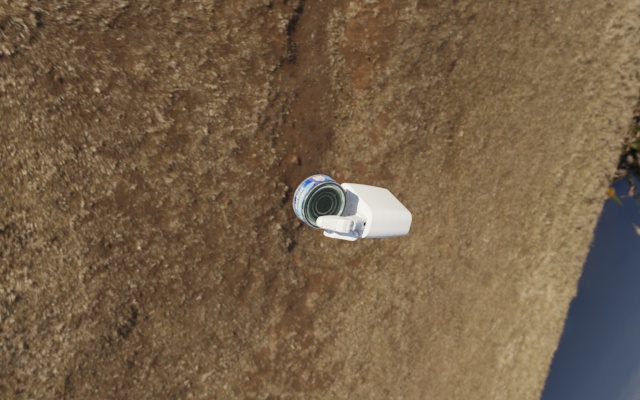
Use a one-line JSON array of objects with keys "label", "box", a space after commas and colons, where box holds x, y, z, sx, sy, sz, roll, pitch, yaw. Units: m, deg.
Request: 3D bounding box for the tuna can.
[{"label": "tuna can", "box": [0.000, 0.003, 0.787, 0.086, 0.086, 0.033, 0, 20, -31]}]
